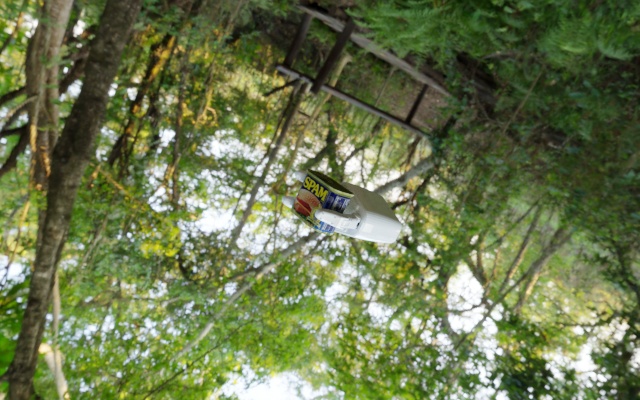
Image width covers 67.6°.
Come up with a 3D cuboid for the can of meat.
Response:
[{"bbox_3d":[0.000,0.003,0.858,0.057,0.084,0.102,14,17,-42],"label":"can of meat"}]
